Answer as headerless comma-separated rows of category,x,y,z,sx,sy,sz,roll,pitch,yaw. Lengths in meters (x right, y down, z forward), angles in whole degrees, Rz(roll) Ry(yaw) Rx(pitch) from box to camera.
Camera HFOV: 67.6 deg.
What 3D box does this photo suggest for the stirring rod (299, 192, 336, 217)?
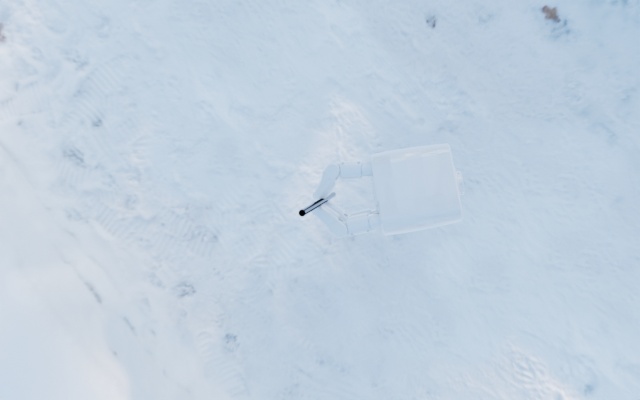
stirring rod,0.000,0.002,0.658,0.011,0.011,0.239,0,6,10
